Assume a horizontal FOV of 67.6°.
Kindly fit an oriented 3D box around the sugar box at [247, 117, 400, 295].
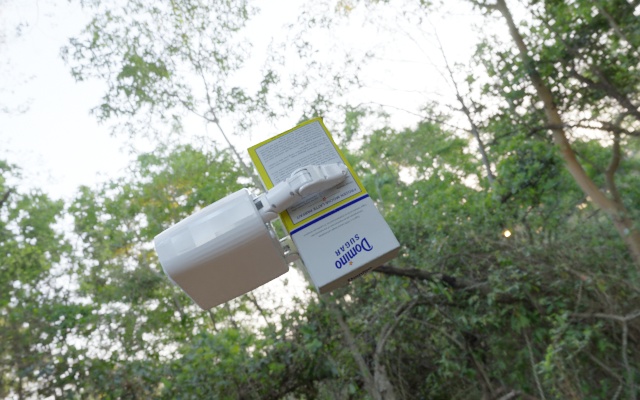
[{"bbox_3d":[0.000,0.002,0.508,0.093,0.176,0.048,-26,-21,-7],"label":"sugar box"}]
